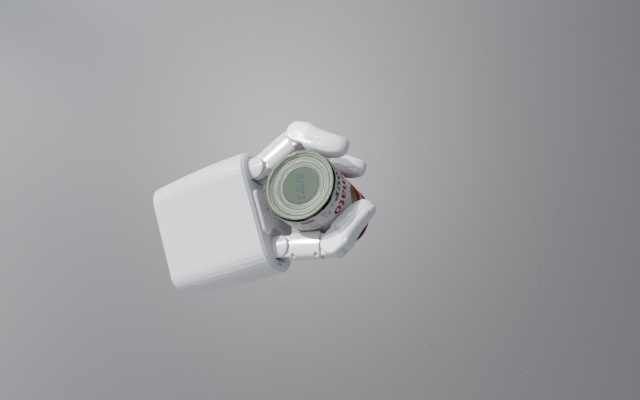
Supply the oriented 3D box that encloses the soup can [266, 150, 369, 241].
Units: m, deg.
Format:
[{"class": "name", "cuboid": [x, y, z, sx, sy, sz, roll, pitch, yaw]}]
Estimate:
[{"class": "soup can", "cuboid": [0.000, 0.001, 0.455, 0.068, 0.068, 0.102, 0, -18, 23]}]
